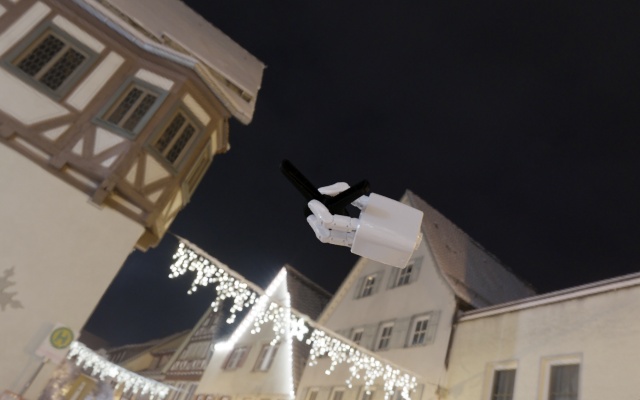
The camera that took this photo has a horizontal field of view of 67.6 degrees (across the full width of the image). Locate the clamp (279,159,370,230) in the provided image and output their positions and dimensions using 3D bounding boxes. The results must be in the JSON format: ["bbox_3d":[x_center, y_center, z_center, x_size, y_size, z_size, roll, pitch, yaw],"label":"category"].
[{"bbox_3d":[0.001,0.003,0.900,0.164,0.036,0.210,20,-32,8],"label":"clamp"}]
